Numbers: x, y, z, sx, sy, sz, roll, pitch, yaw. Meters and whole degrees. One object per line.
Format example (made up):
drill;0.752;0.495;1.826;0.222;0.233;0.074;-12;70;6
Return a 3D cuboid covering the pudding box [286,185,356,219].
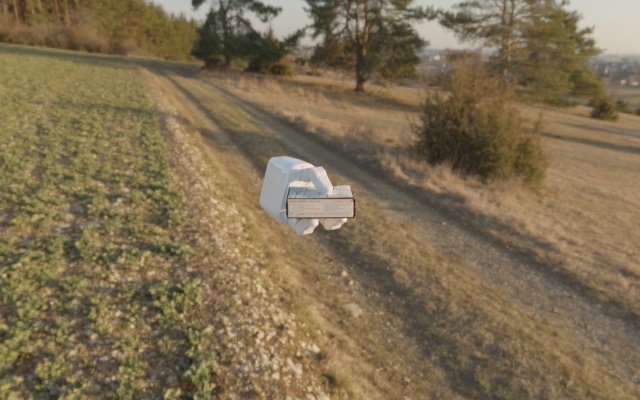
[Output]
pudding box;0.000;0.002;0.797;0.113;0.039;0.090;-2;15;0
